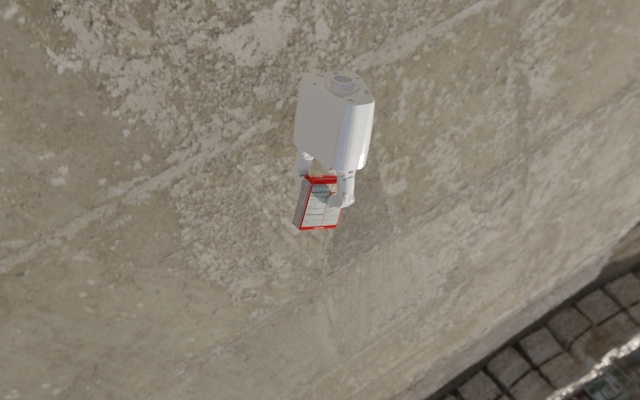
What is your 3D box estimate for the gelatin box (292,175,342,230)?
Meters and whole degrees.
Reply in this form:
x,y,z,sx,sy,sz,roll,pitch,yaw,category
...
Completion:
x,y,z,sx,sy,sz,roll,pitch,yaw,category
0.000,0.003,0.768,0.073,0.089,0.030,-2,29,-35,gelatin box
